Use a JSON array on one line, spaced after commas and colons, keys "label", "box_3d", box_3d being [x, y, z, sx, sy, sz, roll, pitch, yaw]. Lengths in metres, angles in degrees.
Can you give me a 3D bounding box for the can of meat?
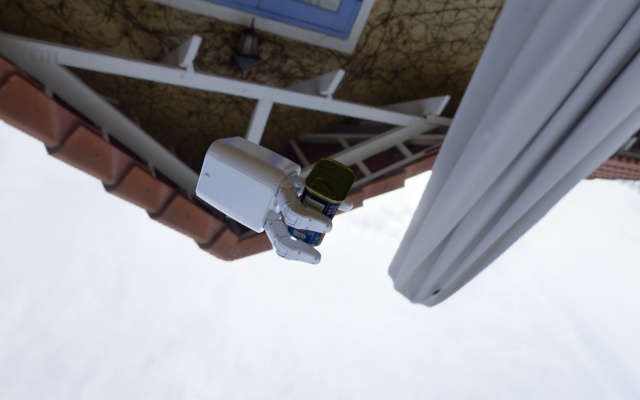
[{"label": "can of meat", "box_3d": [0.000, 0.002, 0.650, 0.057, 0.084, 0.102, 26, 32, 2]}]
